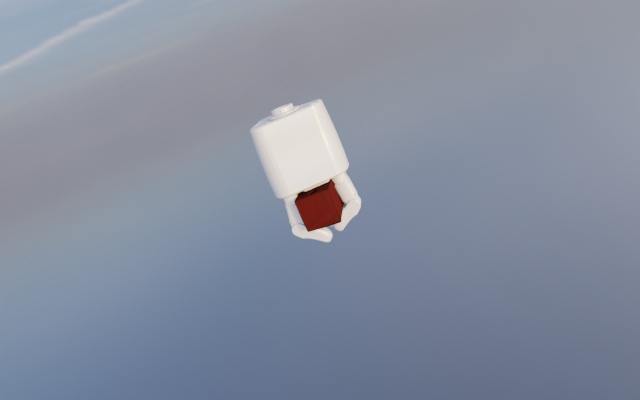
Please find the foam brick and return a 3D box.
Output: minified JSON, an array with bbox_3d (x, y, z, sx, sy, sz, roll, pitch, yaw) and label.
[{"bbox_3d":[0.000,0.002,0.693,0.053,0.051,0.078,-19,17,12],"label":"foam brick"}]
